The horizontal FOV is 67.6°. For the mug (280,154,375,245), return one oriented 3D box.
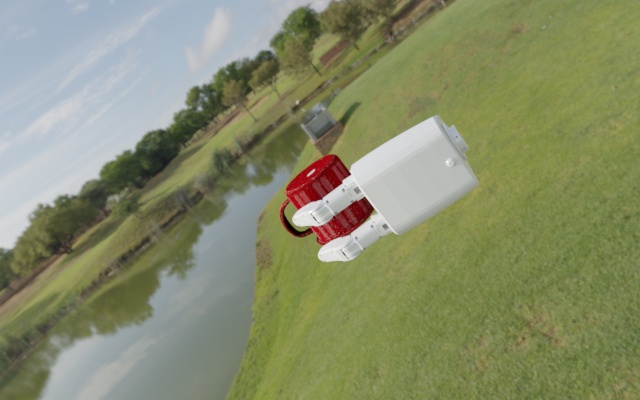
[{"bbox_3d":[-0.001,0.003,0.606,0.117,0.081,0.093,-33,16,18],"label":"mug"}]
